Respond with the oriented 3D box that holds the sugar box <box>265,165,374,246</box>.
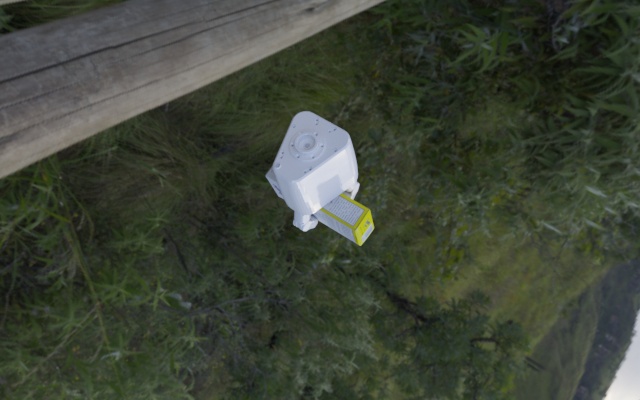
[{"bbox_3d":[0.001,0.002,0.773,0.176,0.048,0.093,33,-13,20],"label":"sugar box"}]
